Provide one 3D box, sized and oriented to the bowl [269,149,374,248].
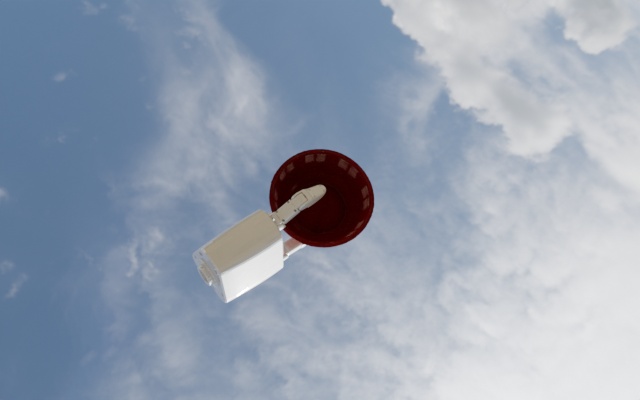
[{"bbox_3d":[0.001,0.002,0.751,0.162,0.162,0.055,0,-20,-6],"label":"bowl"}]
